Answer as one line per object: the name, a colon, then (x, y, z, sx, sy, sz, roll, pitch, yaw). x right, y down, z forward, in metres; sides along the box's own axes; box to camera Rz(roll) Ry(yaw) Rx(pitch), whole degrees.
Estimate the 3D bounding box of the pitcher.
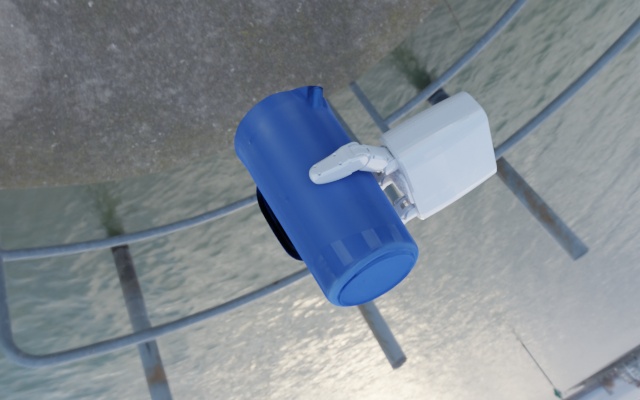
pitcher: (0.000, 0.002, 0.553, 0.145, 0.242, 0.149, -30, -32, -2)
